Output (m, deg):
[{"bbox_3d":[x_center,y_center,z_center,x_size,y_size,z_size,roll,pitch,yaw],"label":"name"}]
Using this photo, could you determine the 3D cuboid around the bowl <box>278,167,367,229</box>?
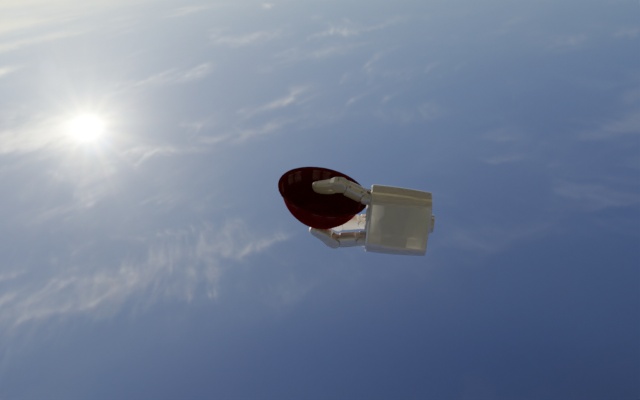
[{"bbox_3d":[-0.001,0.003,0.855,0.162,0.055,0.162,9,33,-6],"label":"bowl"}]
